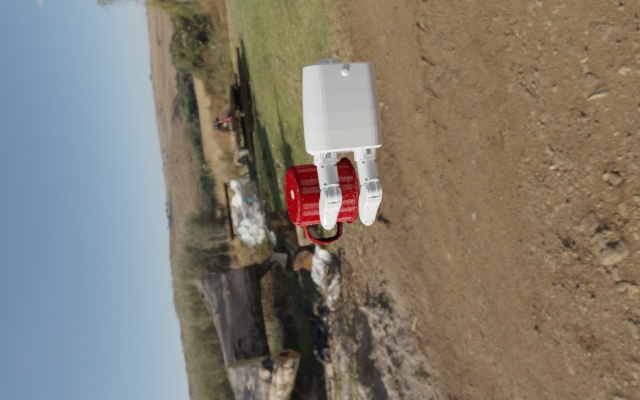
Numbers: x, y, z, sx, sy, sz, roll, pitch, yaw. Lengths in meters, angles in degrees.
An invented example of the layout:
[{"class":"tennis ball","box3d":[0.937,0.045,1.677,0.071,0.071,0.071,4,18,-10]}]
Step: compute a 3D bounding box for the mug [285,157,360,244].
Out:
[{"class":"mug","box3d":[0.000,0.004,0.654,0.081,0.117,0.093,-6,7,-16]}]
